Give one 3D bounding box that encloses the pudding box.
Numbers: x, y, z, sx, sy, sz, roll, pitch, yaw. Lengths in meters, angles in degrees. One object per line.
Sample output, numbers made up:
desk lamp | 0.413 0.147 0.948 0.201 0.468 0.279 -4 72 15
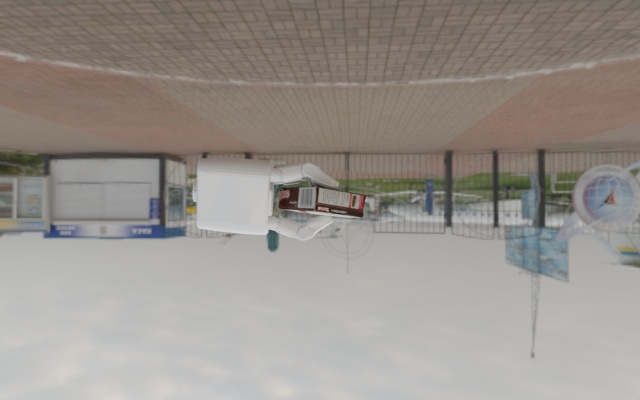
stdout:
pudding box | 0.000 0.003 0.730 0.090 0.039 0.113 8 -2 -32
